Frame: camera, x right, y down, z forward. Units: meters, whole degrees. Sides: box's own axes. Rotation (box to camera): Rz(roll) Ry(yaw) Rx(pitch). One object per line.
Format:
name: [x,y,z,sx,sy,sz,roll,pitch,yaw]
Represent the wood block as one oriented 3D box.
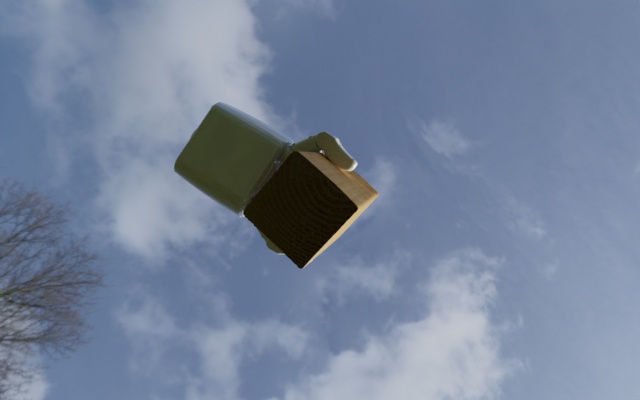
wood block: [0.000,0.001,0.581,0.090,0.091,0.206,43,12,6]
